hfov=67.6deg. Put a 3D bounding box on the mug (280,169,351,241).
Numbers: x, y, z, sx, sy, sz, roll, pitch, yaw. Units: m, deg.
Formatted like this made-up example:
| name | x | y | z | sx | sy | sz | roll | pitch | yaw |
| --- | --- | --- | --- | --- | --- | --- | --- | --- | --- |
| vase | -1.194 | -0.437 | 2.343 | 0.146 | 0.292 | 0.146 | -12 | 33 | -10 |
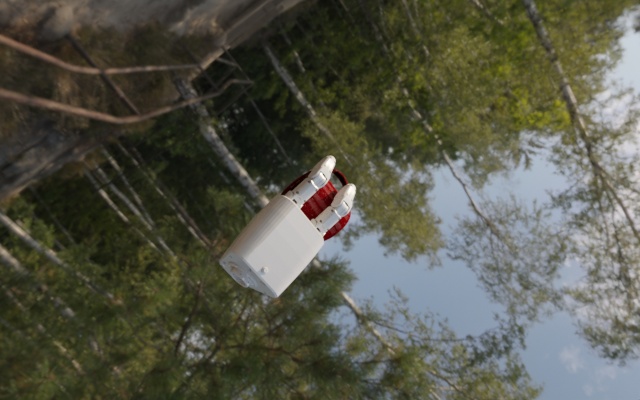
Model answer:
| name | x | y | z | sx | sy | sz | roll | pitch | yaw |
| --- | --- | --- | --- | --- | --- | --- | --- | --- | --- |
| mug | 0.001 | 0.002 | 0.737 | 0.117 | 0.081 | 0.093 | -48 | 24 | -26 |
